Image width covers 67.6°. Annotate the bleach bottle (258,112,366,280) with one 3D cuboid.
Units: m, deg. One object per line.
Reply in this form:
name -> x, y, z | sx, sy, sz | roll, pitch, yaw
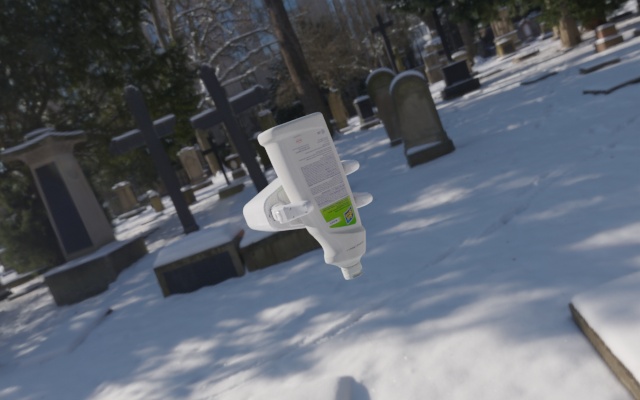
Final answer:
bleach bottle -> 0.000, 0.002, 0.714 | 0.102, 0.251, 0.068 | -24, 7, -27
